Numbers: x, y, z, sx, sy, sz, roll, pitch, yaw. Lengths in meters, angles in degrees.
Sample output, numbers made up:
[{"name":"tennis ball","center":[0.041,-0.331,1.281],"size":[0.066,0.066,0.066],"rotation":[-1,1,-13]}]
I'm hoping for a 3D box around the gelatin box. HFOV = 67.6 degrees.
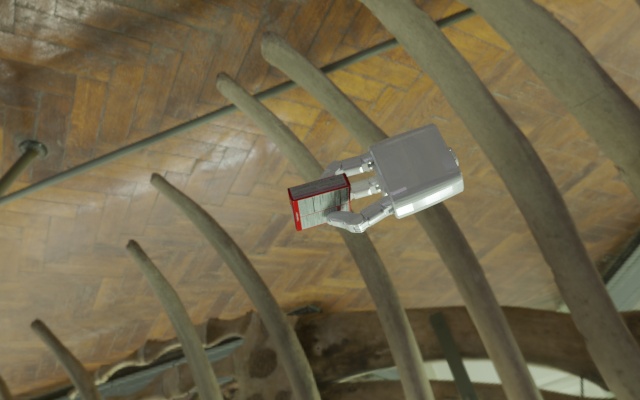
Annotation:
[{"name":"gelatin box","center":[0.000,0.003,0.703],"size":[0.089,0.030,0.073],"rotation":[-17,-38,-9]}]
